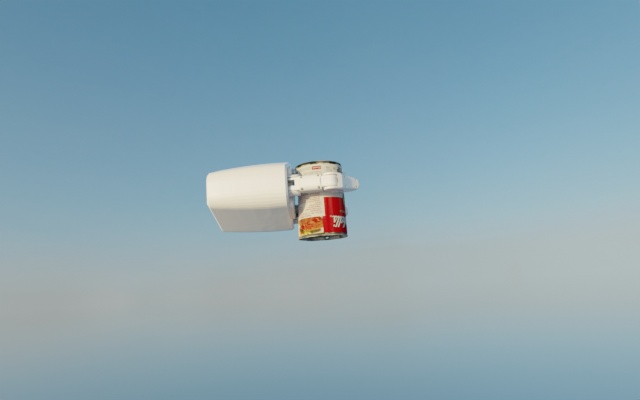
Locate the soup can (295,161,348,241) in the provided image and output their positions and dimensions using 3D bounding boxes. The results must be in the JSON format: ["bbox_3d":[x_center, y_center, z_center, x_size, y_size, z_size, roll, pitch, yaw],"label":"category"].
[{"bbox_3d":[0.001,0.002,0.663,0.068,0.102,0.068,-4,-10,-1],"label":"soup can"}]
